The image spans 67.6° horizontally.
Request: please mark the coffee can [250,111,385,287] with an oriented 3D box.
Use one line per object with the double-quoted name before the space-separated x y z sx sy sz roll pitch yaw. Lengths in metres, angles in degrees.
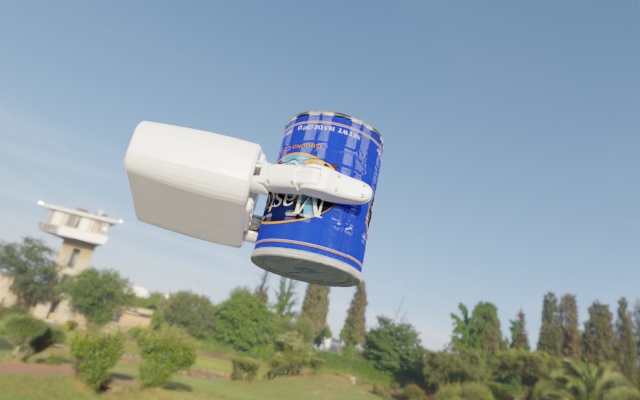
"coffee can" 0.000 0.002 0.458 0.103 0.140 0.103 11 -20 4
